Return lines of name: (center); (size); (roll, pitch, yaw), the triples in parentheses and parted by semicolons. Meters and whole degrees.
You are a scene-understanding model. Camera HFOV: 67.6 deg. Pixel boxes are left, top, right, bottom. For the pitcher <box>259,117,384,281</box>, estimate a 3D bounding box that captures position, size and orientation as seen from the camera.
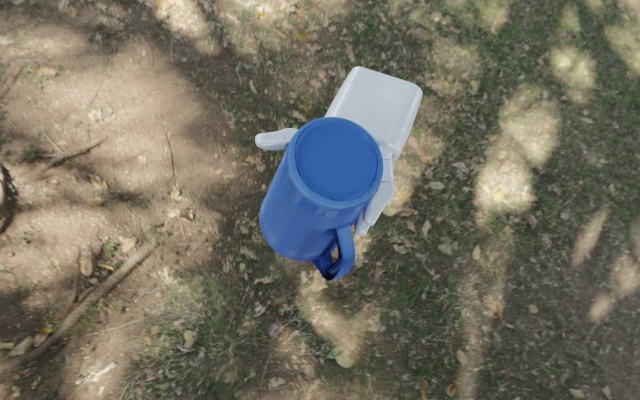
pitcher: (0.000, 0.002, 0.614); (0.149, 0.145, 0.243); (25, -20, -2)
